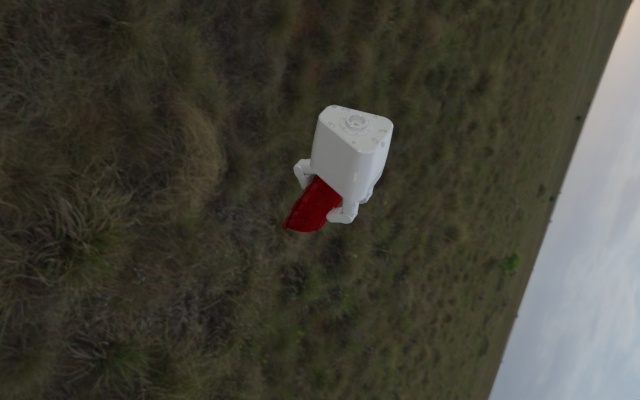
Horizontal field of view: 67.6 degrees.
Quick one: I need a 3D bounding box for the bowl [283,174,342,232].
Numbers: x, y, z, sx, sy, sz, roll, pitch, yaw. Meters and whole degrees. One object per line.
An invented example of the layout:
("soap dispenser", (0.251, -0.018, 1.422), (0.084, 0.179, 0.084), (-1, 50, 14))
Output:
("bowl", (0.000, 0.004, 0.872), (0.055, 0.162, 0.162), (36, 4, 5))
